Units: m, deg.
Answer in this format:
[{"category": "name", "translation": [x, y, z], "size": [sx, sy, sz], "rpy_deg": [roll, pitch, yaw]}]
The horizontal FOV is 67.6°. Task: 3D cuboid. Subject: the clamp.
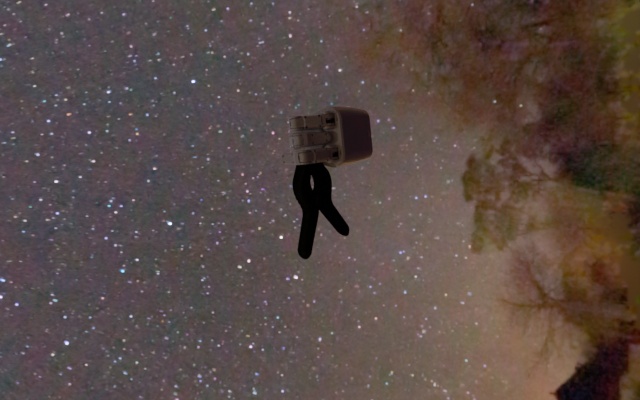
[{"category": "clamp", "translation": [0.000, 0.002, 0.800], "size": [0.039, 0.171, 0.120], "rpy_deg": [2, 10, 37]}]
